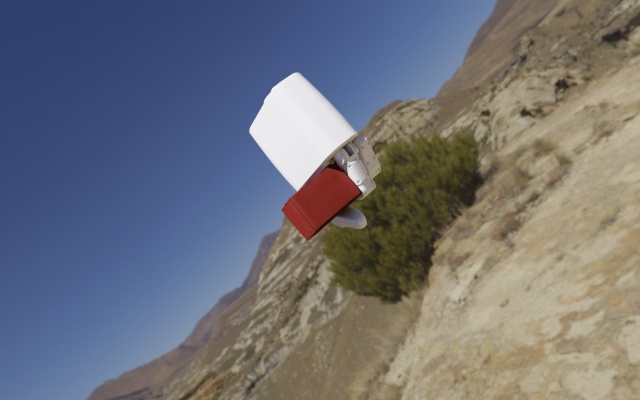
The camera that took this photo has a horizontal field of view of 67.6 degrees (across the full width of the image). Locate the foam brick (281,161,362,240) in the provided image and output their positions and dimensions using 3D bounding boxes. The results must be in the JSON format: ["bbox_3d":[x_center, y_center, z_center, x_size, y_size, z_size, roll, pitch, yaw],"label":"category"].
[{"bbox_3d":[0.000,0.002,0.575,0.078,0.051,0.053,-40,-2,-22],"label":"foam brick"}]
